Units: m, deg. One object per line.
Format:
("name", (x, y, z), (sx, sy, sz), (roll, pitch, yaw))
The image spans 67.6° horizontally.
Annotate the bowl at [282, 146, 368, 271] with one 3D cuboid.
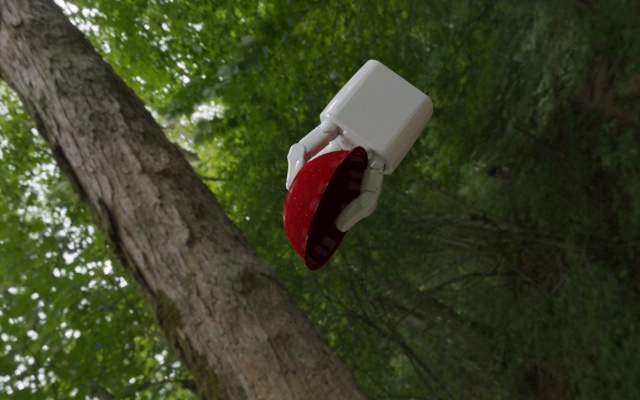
("bowl", (-0.001, 0.003, 0.586), (0.055, 0.162, 0.162), (23, 7, 18))
